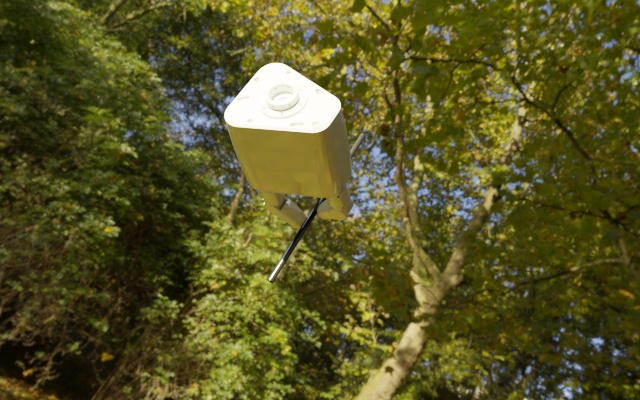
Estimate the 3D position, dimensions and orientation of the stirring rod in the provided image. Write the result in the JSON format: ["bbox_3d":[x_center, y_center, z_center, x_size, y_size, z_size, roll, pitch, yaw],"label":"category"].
[{"bbox_3d":[0.000,0.002,0.604,0.011,0.239,0.011,26,-26,14],"label":"stirring rod"}]
